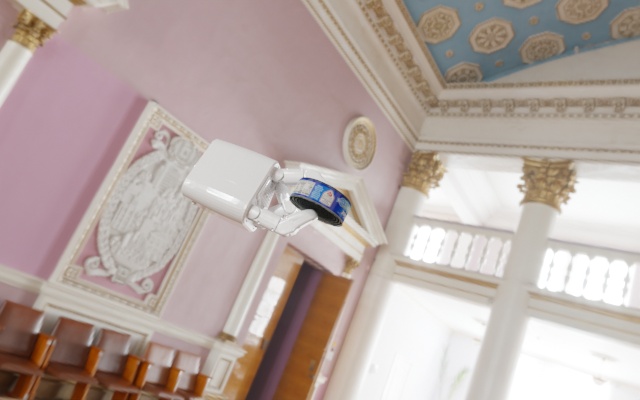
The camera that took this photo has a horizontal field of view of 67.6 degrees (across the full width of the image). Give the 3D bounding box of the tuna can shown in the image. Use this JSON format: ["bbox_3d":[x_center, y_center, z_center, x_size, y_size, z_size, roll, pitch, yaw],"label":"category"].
[{"bbox_3d":[0.000,0.002,0.683,0.086,0.033,0.086,26,-15,7],"label":"tuna can"}]
